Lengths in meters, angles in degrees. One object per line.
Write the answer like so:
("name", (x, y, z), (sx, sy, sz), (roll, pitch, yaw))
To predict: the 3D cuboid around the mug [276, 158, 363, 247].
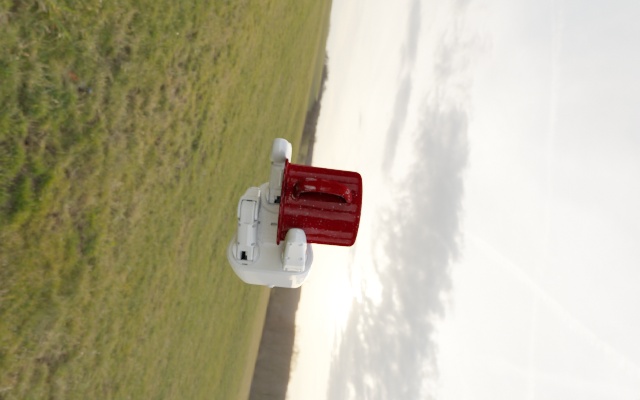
("mug", (0.000, 0.001, 0.493), (0.081, 0.093, 0.117), (6, -20, -2))
